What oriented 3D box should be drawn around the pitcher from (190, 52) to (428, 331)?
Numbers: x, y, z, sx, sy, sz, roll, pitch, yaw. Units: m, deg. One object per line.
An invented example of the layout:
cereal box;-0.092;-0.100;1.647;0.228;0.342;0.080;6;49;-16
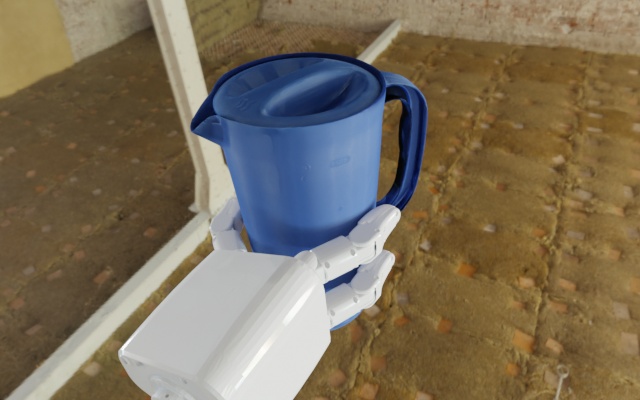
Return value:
pitcher;0.000;0.001;0.428;0.149;0.243;0.145;15;42;24
